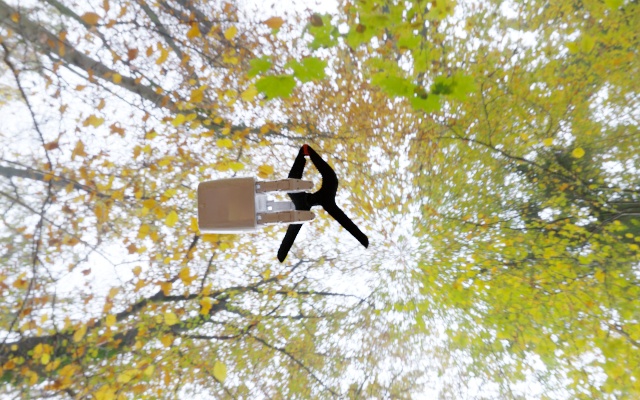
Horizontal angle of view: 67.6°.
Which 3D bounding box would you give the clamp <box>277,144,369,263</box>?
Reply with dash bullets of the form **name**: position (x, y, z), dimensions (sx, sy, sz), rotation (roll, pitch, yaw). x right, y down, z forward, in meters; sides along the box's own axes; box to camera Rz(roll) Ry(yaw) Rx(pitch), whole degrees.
- **clamp**: position (0.000, 0.002, 0.853), dimensions (0.164, 0.210, 0.036), rotation (-3, -7, 4)
